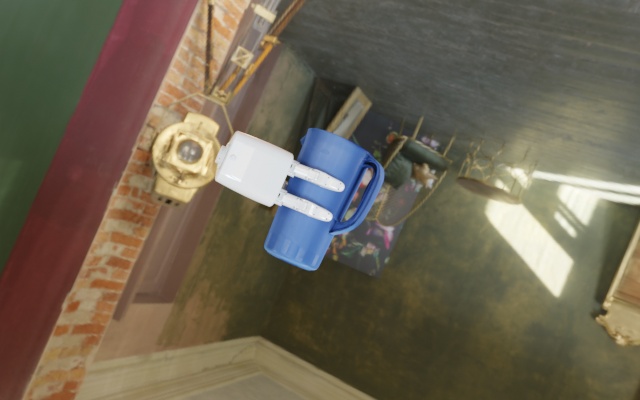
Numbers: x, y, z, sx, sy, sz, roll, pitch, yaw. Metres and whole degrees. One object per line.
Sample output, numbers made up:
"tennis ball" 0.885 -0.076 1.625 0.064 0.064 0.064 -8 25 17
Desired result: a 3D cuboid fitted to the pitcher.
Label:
"pitcher" 0.000 0.003 0.872 0.145 0.243 0.149 24 -3 -16
